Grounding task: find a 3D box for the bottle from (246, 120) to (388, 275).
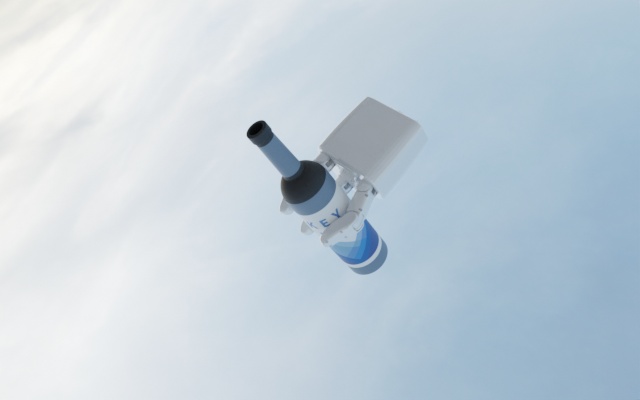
[{"bbox_3d":[0.000,0.002,0.633,0.069,0.069,0.296,0,-34,36],"label":"bottle"}]
